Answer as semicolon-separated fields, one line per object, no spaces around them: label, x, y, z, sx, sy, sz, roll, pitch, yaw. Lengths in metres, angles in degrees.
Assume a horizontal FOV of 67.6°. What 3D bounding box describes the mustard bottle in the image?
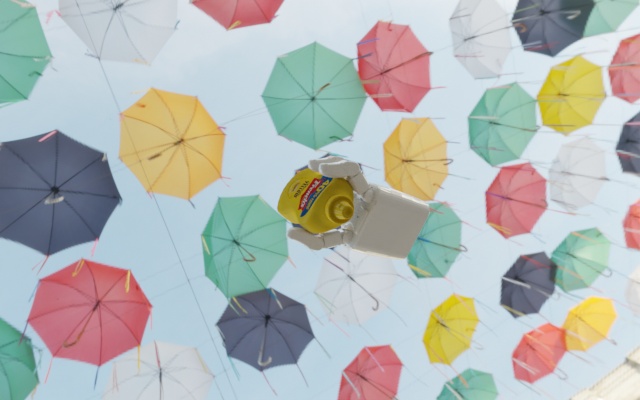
mustard bottle;0.000;0.002;0.730;0.058;0.096;0.191;42;-9;-24
